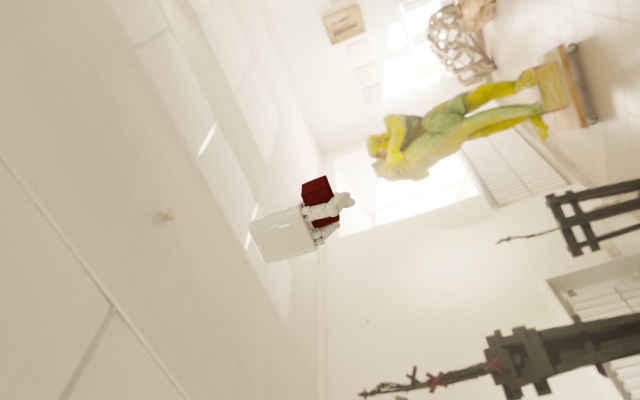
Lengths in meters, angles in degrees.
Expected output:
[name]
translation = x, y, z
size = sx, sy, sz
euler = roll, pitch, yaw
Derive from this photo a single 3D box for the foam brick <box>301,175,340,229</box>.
[foam brick]
translation = 0.000, 0.003, 0.892
size = 0.051, 0.078, 0.053
euler = -18, 26, 10
